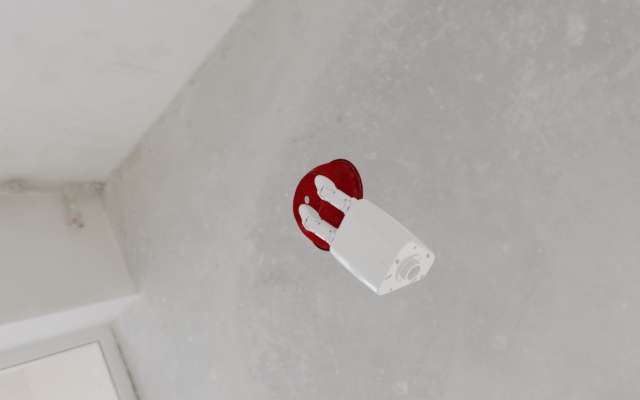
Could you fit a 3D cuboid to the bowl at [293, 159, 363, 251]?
[{"bbox_3d":[-0.001,0.002,0.806,0.055,0.162,0.162,12,-7,-34],"label":"bowl"}]
